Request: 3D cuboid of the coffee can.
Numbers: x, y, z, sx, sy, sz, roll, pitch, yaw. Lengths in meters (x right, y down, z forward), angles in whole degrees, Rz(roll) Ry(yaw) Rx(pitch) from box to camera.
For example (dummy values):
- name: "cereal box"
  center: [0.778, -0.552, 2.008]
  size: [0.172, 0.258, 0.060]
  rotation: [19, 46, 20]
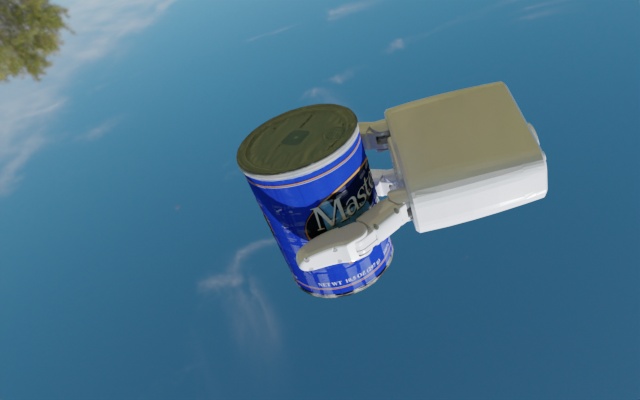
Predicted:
- name: "coffee can"
  center: [0.000, 0.001, 0.423]
  size: [0.103, 0.140, 0.102]
  rotation: [-14, 36, 10]
